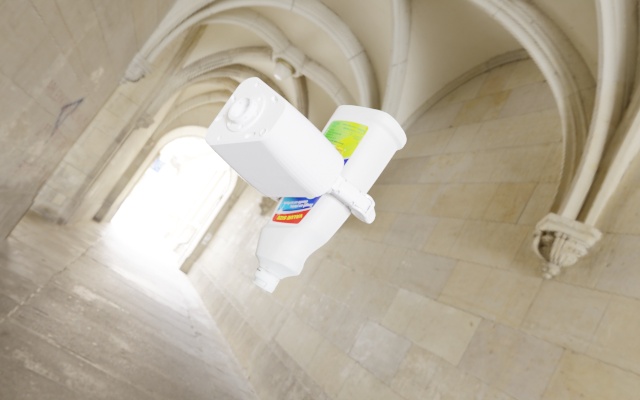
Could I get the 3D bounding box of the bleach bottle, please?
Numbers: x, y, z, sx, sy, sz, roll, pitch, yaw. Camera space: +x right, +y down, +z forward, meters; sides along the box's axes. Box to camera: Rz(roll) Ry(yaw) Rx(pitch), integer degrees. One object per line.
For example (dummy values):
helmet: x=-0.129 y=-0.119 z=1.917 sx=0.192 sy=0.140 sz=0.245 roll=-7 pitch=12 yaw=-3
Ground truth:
bleach bottle: x=0.000 y=0.002 z=0.590 sx=0.102 sy=0.251 sz=0.068 roll=22 pitch=-15 yaw=44
